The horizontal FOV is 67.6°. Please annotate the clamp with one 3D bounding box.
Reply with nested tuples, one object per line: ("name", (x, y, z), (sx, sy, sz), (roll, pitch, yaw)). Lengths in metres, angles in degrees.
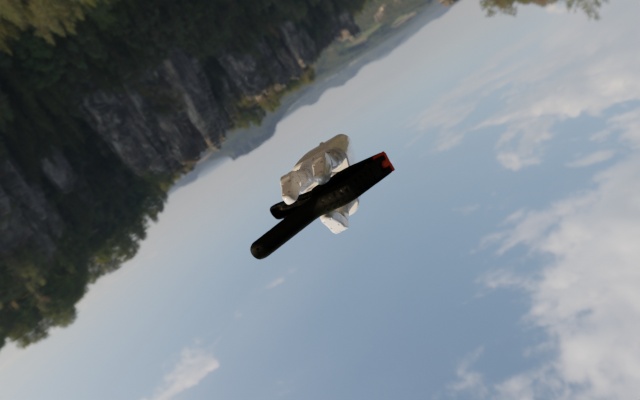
("clamp", (0.001, 0.002, 0.640), (0.210, 0.036, 0.164), (-28, 15, 19))
